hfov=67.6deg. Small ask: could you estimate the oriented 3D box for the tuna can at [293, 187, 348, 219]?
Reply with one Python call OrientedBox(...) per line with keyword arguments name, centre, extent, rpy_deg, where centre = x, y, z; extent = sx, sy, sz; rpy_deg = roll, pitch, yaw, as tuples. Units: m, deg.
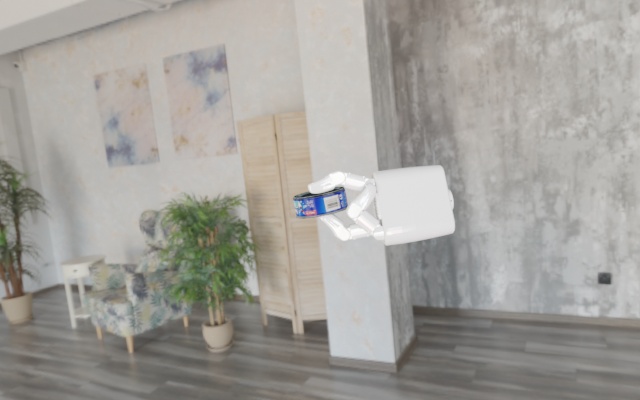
OrientedBox(name="tuna can", centre=(0.000, 0.002, 0.762), extent=(0.086, 0.034, 0.086), rpy_deg=(-11, 7, 1))
